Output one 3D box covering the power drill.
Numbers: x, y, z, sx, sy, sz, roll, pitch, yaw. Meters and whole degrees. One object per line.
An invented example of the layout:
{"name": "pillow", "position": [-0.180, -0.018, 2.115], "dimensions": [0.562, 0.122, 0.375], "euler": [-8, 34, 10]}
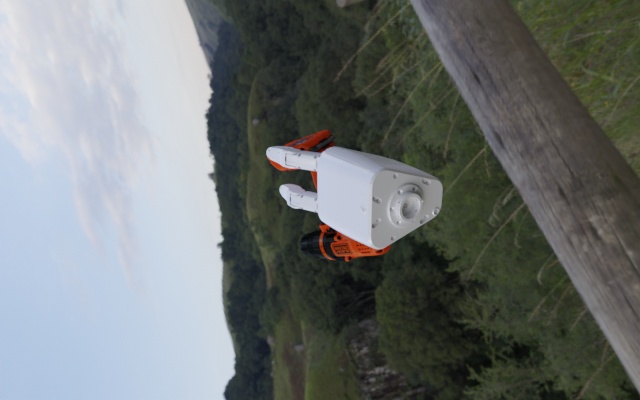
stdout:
{"name": "power drill", "position": [0.000, 0.002, 0.688], "dimensions": [0.184, 0.188, 0.057], "euler": [-13, 20, 50]}
